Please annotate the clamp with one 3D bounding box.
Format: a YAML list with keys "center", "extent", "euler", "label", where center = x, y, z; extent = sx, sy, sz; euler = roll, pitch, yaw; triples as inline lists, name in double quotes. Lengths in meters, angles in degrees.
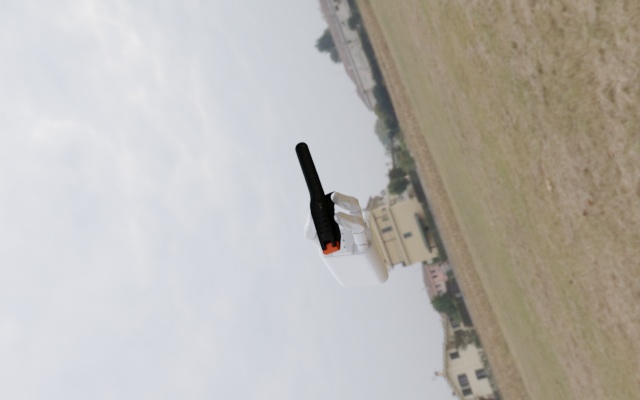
- center: [0.000, 0.004, 0.857]
  extent: [0.036, 0.165, 0.209]
  euler: [-22, 40, 12]
  label: "clamp"
